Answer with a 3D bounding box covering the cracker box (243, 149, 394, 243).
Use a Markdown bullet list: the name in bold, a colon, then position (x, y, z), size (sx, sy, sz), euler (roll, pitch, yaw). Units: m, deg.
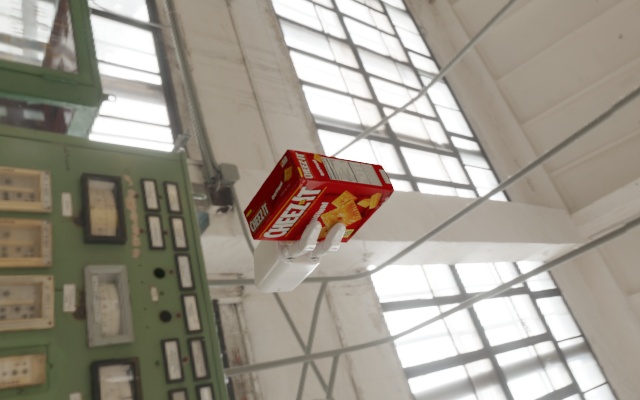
- **cracker box**: position (0.000, 0.003, 0.836), size (0.214, 0.072, 0.164), euler (5, -42, -39)
